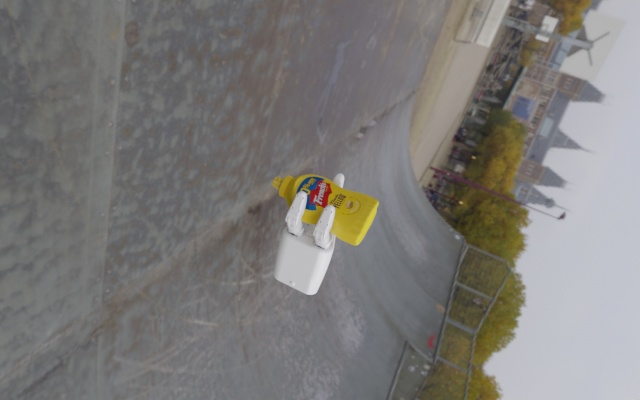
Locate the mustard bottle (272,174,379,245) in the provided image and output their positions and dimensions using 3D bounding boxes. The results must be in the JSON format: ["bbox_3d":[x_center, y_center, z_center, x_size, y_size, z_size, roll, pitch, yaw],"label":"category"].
[{"bbox_3d":[0.000,0.003,0.855,0.191,0.096,0.058,24,-36,13],"label":"mustard bottle"}]
